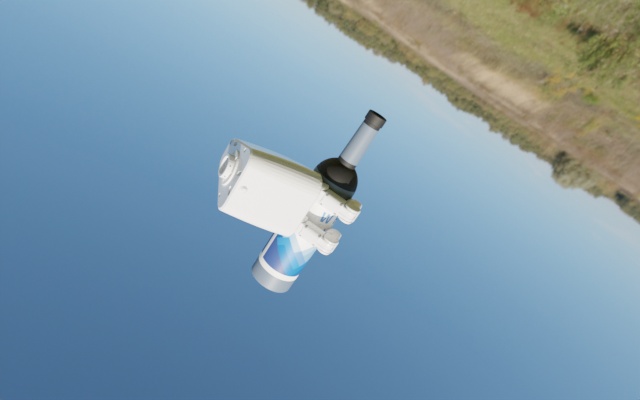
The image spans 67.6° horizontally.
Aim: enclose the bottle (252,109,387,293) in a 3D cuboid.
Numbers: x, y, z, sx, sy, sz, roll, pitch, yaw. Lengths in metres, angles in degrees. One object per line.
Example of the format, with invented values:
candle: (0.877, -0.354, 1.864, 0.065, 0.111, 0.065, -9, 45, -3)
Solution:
bottle: (0.000, 0.002, 0.681, 0.069, 0.296, 0.069, 29, 20, -12)
